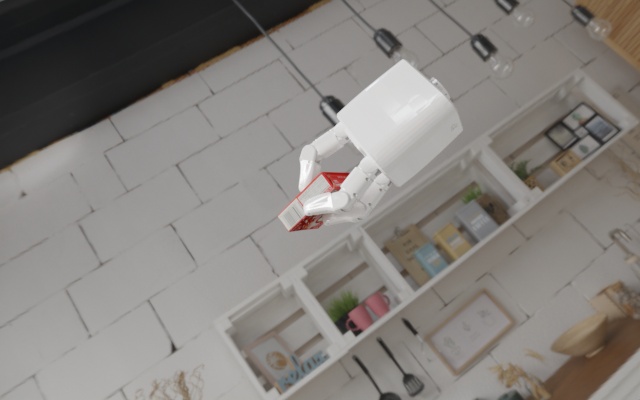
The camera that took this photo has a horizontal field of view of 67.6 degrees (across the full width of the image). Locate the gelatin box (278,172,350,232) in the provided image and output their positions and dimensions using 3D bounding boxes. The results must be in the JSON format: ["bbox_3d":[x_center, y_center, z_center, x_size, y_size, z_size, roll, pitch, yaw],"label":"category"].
[{"bbox_3d":[0.000,0.002,0.609,0.089,0.030,0.073,-44,-20,23],"label":"gelatin box"}]
